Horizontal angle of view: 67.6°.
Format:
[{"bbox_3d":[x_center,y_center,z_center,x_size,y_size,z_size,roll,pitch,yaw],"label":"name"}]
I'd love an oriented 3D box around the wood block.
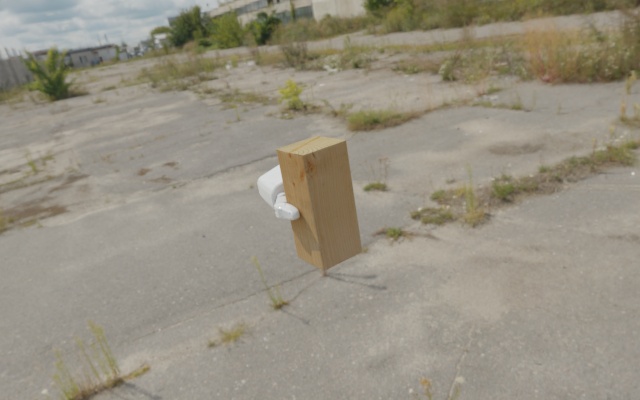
[{"bbox_3d":[0.000,0.003,0.830,0.091,0.206,0.090,-22,23,-30],"label":"wood block"}]
